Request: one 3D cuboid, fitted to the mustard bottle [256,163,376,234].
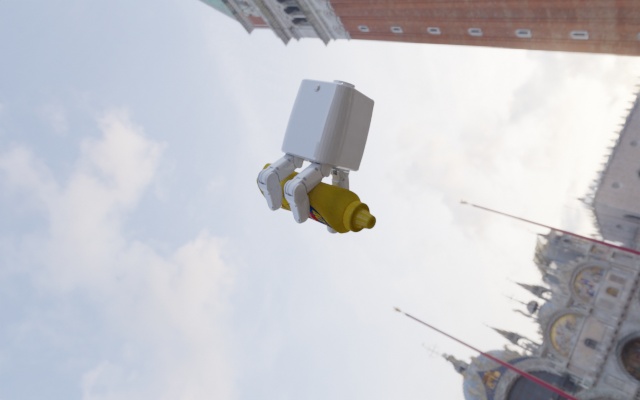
[{"bbox_3d":[0.000,0.002,0.669,0.191,0.058,0.096,21,-16,42],"label":"mustard bottle"}]
